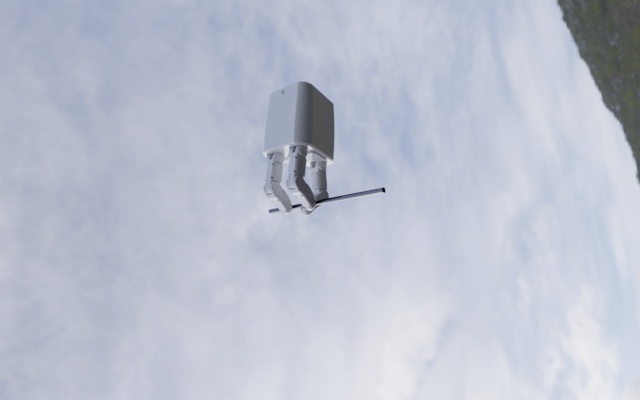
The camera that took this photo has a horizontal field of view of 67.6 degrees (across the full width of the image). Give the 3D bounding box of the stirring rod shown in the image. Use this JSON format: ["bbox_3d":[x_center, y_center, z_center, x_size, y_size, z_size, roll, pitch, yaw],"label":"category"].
[{"bbox_3d":[0.000,0.002,0.726,0.239,0.011,0.011,-11,-8,44],"label":"stirring rod"}]
